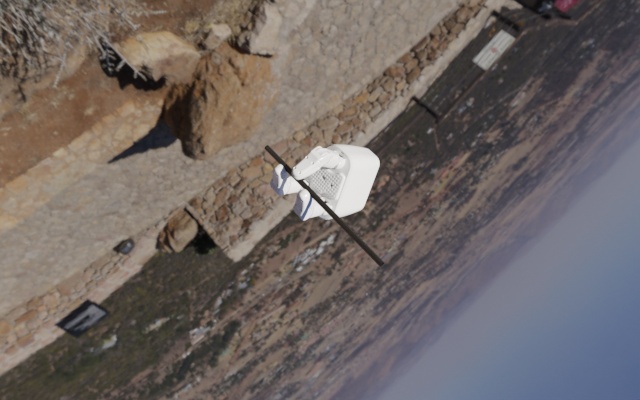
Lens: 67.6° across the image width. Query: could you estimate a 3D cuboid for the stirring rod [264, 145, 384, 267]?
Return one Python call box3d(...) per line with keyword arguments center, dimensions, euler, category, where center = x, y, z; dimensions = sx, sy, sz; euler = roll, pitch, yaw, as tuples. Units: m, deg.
box3d(center=(0.000, 0.002, 0.653), dimensions=(0.239, 0.011, 0.011), euler=(45, 20, 21), category="stirring rod")
